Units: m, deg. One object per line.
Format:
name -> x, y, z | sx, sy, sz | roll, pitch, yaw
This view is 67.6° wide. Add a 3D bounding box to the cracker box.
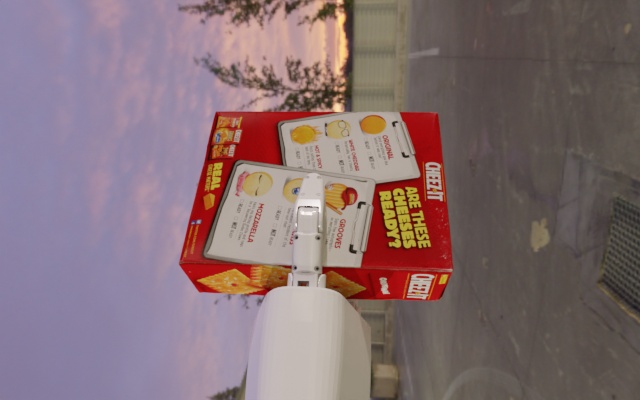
cracker box -> 0.000, 0.001, 0.432 | 0.214, 0.164, 0.072 | 1, -32, 4
